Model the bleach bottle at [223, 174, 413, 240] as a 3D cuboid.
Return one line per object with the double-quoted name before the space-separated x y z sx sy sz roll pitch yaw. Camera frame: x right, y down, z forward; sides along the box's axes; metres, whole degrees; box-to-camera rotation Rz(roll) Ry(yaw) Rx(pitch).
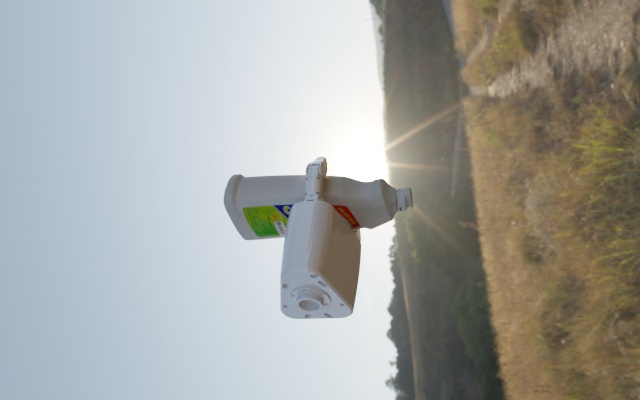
"bleach bottle" 0.000 0.002 0.668 0.251 0.068 0.103 -5 -45 14
